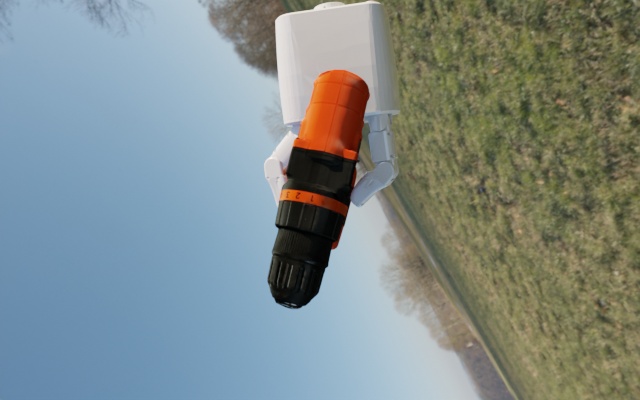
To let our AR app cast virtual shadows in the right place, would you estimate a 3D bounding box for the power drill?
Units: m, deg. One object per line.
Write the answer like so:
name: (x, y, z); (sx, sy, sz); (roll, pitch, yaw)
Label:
power drill: (0.000, 0.001, 0.429); (0.057, 0.184, 0.188); (15, -9, 2)
